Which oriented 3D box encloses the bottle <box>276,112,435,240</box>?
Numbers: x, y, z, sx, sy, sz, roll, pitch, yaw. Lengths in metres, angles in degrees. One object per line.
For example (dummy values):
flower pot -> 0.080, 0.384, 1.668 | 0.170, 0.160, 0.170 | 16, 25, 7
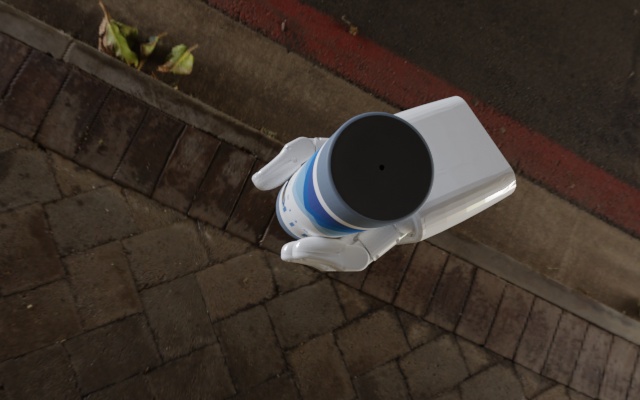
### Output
bottle -> 0.000, 0.001, 0.414 | 0.069, 0.069, 0.296 | 0, -8, -14
